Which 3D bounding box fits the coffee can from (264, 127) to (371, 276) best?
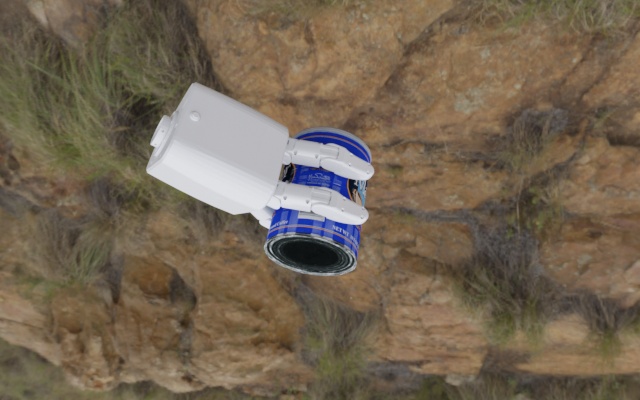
[{"bbox_3d":[0.000,0.002,0.549,0.103,0.140,0.103,8,-30,5],"label":"coffee can"}]
